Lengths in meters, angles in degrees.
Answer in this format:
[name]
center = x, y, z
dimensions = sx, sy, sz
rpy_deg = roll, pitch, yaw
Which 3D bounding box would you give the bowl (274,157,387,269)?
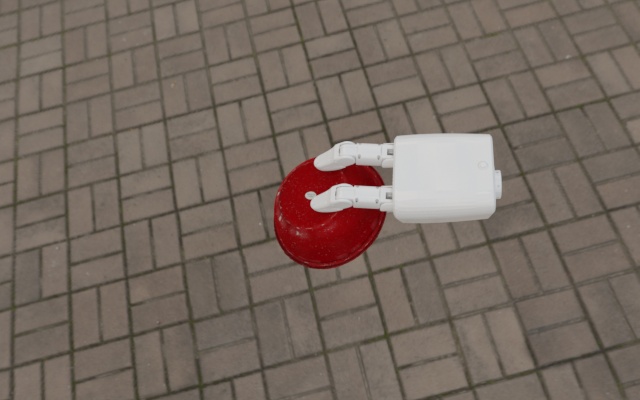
[bowl]
center = -0.001, 0.002, 0.605
dimensions = 0.162, 0.162, 0.055
rpy_deg = 0, -23, 26
